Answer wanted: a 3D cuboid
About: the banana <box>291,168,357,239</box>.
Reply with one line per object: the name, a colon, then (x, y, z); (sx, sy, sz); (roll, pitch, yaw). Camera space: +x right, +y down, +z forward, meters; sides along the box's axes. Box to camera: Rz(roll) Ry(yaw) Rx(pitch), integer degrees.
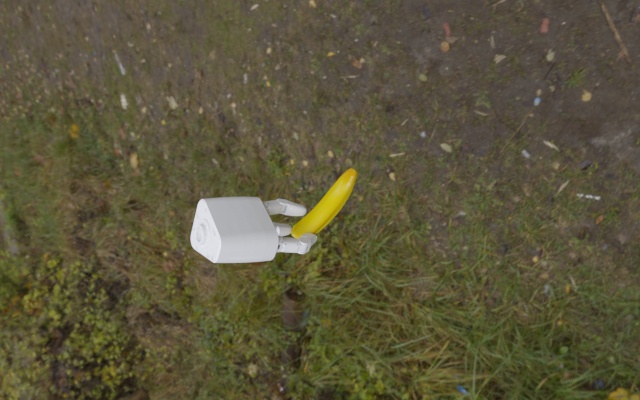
banana: (-0.001, 0.019, 0.864); (0.037, 0.069, 0.198); (24, -47, -28)
